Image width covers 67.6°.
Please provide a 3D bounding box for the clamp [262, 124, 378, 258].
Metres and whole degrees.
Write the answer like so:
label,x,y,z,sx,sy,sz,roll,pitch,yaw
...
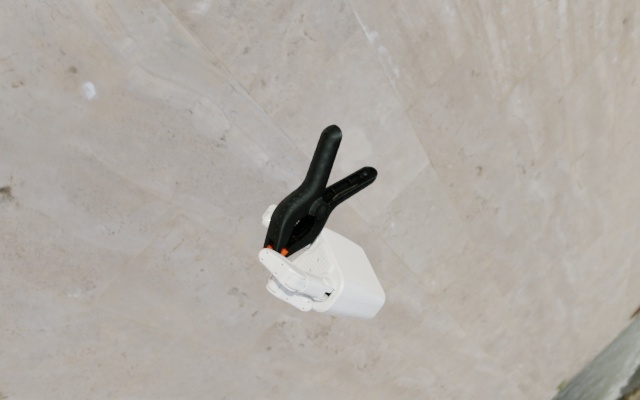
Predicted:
label,x,y,z,sx,sy,sz,roll,pitch,yaw
clamp,0.000,0.002,0.574,0.120,0.171,0.039,27,12,-46
